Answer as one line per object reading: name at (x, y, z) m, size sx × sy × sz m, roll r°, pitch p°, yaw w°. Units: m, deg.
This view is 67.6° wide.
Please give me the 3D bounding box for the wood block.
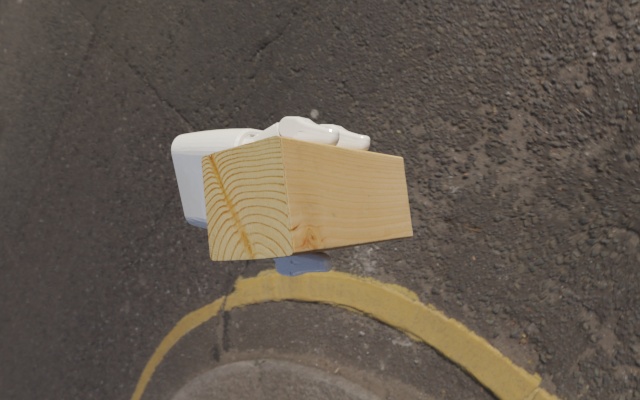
wood block at (0.000, 0.002, 0.453) m, size 0.090 × 0.091 × 0.206 m, roll -9°, pitch -5°, yaw 35°
